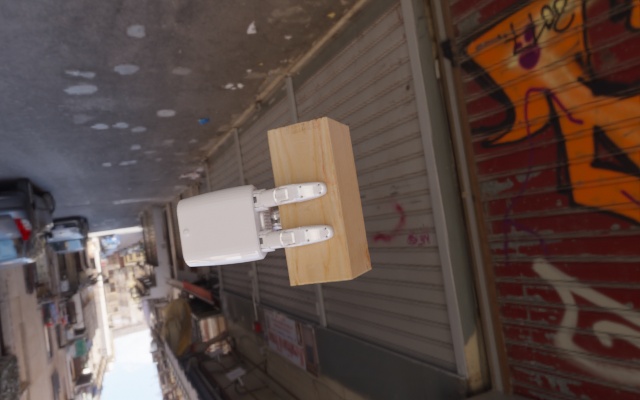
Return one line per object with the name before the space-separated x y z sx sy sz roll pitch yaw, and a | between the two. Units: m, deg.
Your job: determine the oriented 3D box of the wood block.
wood block | 0.000 0.002 0.650 0.090 0.206 0.091 -10 -3 21
